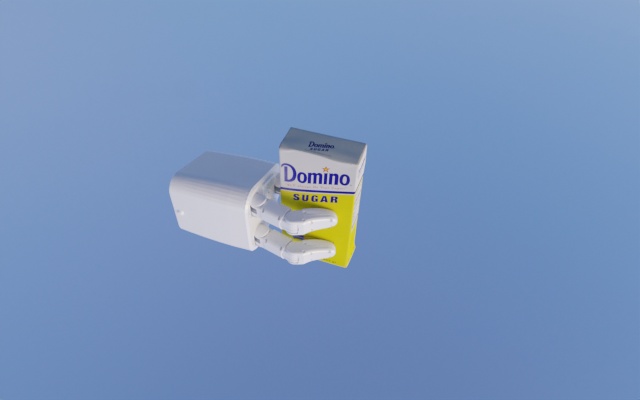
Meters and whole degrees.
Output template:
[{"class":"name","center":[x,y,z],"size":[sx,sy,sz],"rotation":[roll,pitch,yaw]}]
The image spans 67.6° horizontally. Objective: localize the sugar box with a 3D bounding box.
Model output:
[{"class":"sugar box","center":[0.000,0.002,0.579],"size":[0.093,0.176,0.048],"rotation":[14,48,12]}]
